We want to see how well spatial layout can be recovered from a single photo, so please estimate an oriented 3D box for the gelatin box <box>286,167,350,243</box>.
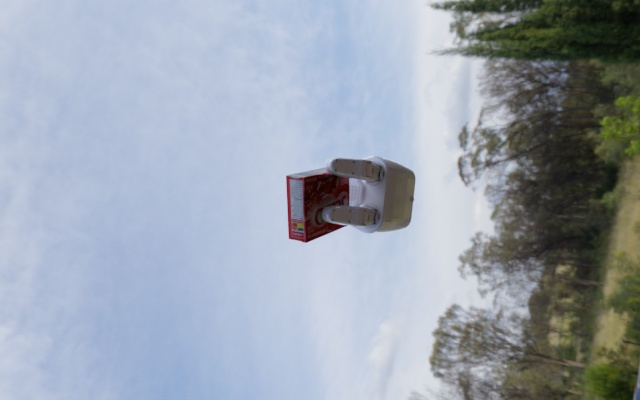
[{"bbox_3d":[0.000,0.002,0.549,0.030,0.073,0.089,8,15,37],"label":"gelatin box"}]
